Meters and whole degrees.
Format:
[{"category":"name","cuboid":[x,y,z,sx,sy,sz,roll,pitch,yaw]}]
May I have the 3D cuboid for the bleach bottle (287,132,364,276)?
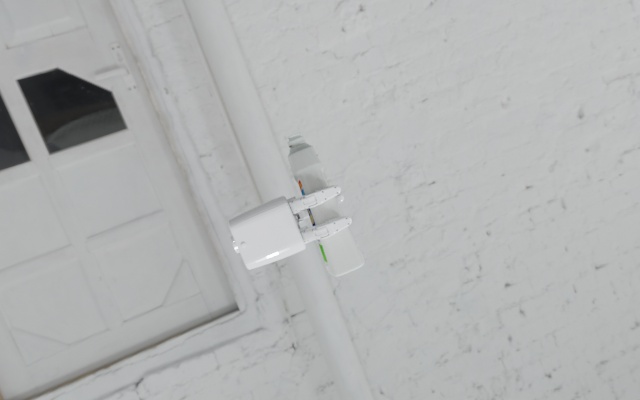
[{"category":"bleach bottle","cuboid":[0.000,0.003,0.840,0.068,0.251,0.102,-22,6,-4]}]
